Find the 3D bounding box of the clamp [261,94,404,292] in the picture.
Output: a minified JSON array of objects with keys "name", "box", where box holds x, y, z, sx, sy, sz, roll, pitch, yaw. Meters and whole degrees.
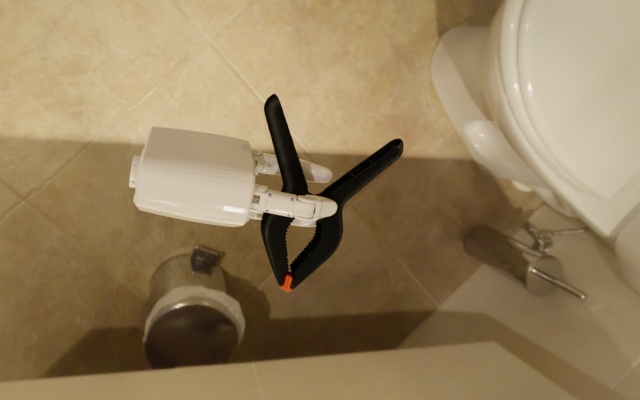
[{"name":"clamp","box":[0.000,0.002,0.534,0.164,0.210,0.036,9,11,-17]}]
